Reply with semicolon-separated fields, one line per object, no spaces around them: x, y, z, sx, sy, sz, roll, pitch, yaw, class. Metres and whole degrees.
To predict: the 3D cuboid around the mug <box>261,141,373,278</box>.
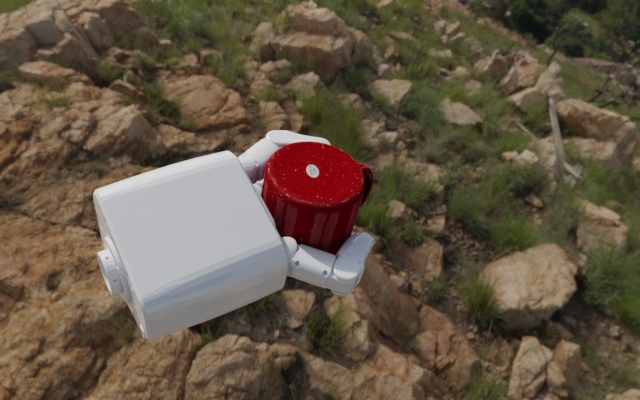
0.001;0.001;0.409;0.117;0.082;0.093;-20;53;-30;mug
